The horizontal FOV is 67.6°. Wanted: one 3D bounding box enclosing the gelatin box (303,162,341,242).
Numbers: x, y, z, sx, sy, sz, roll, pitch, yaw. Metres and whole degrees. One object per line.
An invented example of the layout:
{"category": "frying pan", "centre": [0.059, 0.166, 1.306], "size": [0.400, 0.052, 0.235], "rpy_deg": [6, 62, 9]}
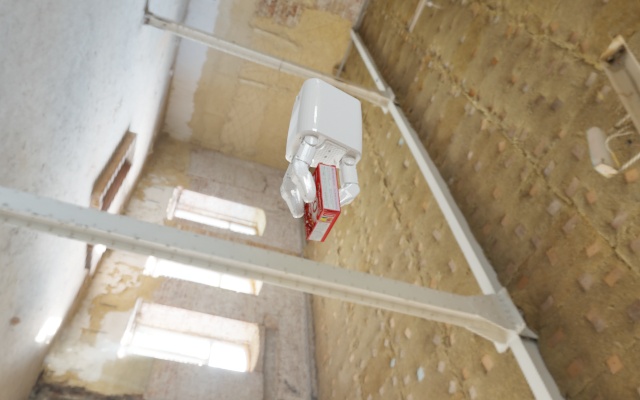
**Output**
{"category": "gelatin box", "centre": [0.001, 0.003, 0.680], "size": [0.030, 0.089, 0.073], "rpy_deg": [9, -41, -18]}
